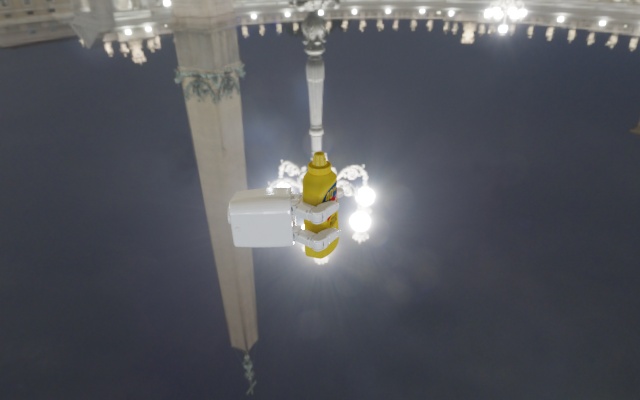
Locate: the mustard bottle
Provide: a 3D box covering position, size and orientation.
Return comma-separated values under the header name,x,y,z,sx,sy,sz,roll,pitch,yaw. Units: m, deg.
name,x,y,z,sx,sy,sz,roll,pitch,yaw
mustard bottle,0.000,0.003,0.860,0.058,0.192,0.096,10,31,21
